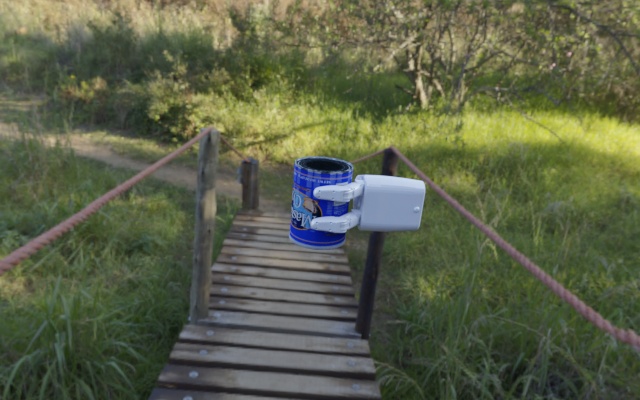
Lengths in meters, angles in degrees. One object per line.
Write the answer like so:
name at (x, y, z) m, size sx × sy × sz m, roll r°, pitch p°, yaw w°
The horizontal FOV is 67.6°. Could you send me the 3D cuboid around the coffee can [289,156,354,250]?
coffee can at (0.000, 0.003, 0.842) m, size 0.103 × 0.140 × 0.102 m, roll 5°, pitch 19°, yaw -2°
